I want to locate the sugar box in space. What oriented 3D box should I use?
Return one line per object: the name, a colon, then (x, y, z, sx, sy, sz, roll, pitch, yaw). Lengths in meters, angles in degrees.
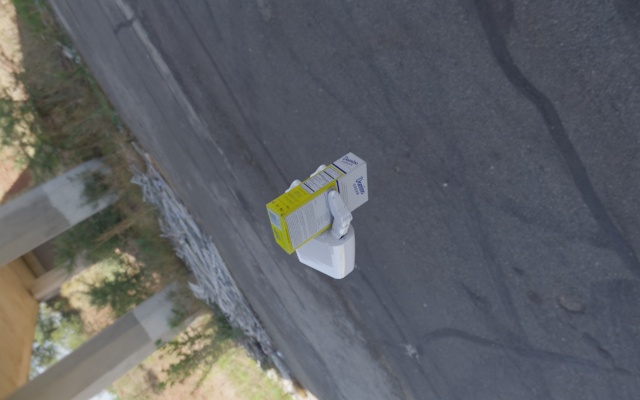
sugar box: (0.000, 0.002, 0.788, 0.176, 0.093, 0.048, -35, 51, -24)
